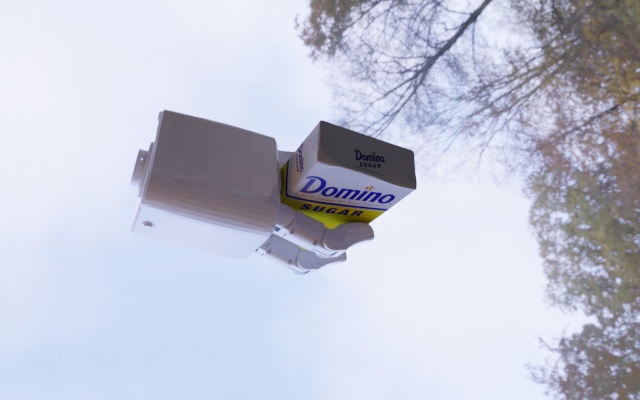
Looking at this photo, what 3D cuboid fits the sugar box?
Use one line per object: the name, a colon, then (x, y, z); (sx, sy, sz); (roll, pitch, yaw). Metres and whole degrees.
sugar box: (0.000, 0.002, 0.447); (0.093, 0.048, 0.176); (14, -30, -22)
